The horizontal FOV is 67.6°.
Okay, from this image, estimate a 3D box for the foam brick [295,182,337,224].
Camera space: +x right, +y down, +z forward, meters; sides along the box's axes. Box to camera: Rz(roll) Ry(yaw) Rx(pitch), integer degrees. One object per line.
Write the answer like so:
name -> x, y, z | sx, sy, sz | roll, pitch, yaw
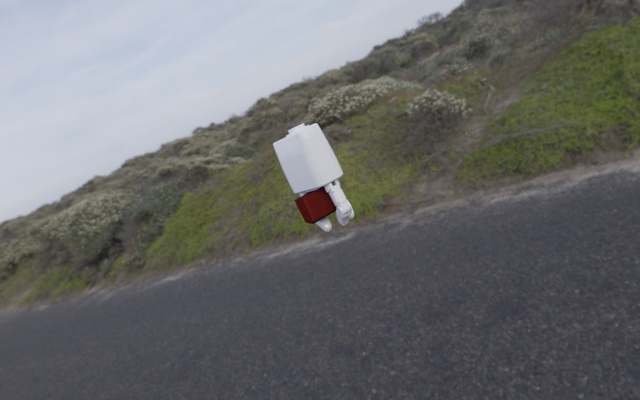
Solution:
foam brick -> 0.000, 0.003, 0.892 | 0.078, 0.051, 0.053 | -29, 8, -19
